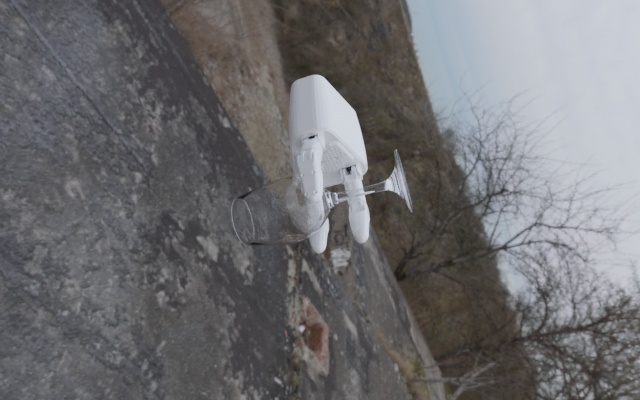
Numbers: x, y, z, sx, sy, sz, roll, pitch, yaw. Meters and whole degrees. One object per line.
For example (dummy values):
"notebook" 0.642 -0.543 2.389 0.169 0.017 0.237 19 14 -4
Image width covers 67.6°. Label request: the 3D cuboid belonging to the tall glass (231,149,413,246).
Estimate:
"tall glass" 0.001 0.002 0.557 0.201 0.079 0.079 -15 -3 13
